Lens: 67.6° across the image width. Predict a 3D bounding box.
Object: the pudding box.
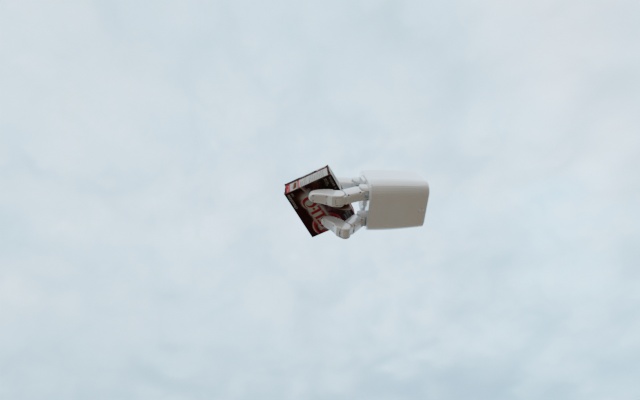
[{"bbox_3d":[0.000,0.003,0.843,0.090,0.113,0.039,-24,32,11],"label":"pudding box"}]
